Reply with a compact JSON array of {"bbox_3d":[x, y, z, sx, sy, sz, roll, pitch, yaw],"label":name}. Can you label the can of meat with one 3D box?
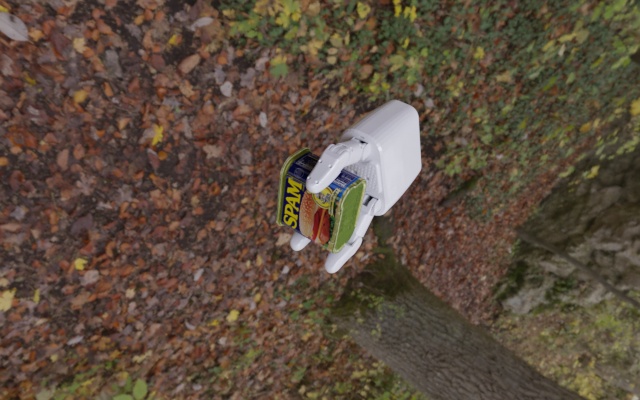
[{"bbox_3d":[0.000,0.002,0.557,0.084,0.102,0.057,28,41,22],"label":"can of meat"}]
